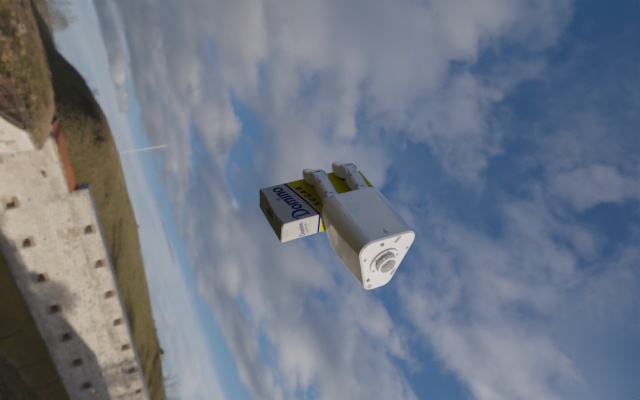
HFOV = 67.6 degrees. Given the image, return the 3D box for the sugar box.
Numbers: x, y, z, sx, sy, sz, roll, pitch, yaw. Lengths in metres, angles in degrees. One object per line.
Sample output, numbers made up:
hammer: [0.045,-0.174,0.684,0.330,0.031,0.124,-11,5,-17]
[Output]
sugar box: [0.000,0.002,0.764,0.176,0.048,0.093,-13,43,-25]
